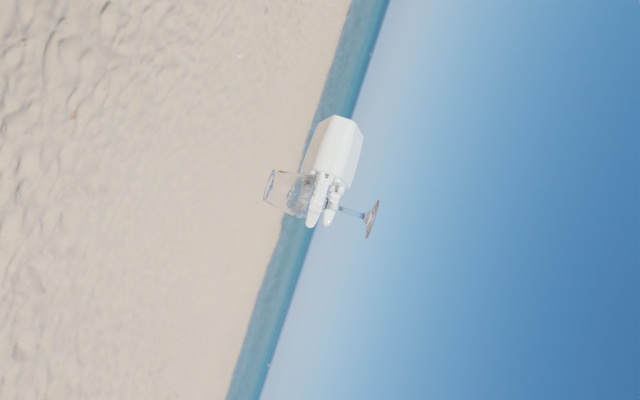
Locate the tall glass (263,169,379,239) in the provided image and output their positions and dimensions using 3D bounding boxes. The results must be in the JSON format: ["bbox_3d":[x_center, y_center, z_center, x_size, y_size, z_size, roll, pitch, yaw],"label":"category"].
[{"bbox_3d":[0.001,0.003,0.869,0.201,0.079,0.079,18,0,0],"label":"tall glass"}]
